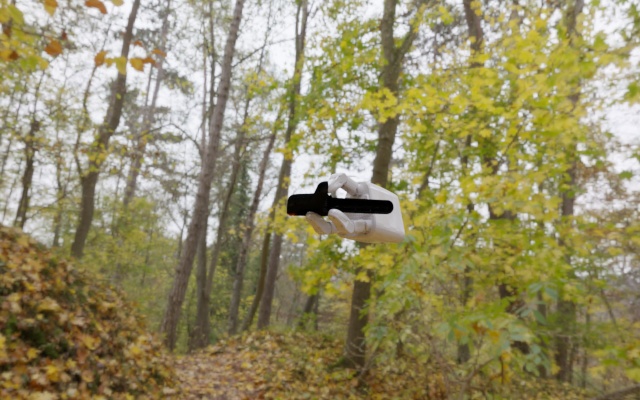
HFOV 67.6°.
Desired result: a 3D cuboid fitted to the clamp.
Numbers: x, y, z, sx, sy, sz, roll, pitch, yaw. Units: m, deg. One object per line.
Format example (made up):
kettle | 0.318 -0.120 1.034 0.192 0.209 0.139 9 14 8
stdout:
clamp | 0.000 0.002 0.848 0.210 0.036 0.164 -6 -18 43
